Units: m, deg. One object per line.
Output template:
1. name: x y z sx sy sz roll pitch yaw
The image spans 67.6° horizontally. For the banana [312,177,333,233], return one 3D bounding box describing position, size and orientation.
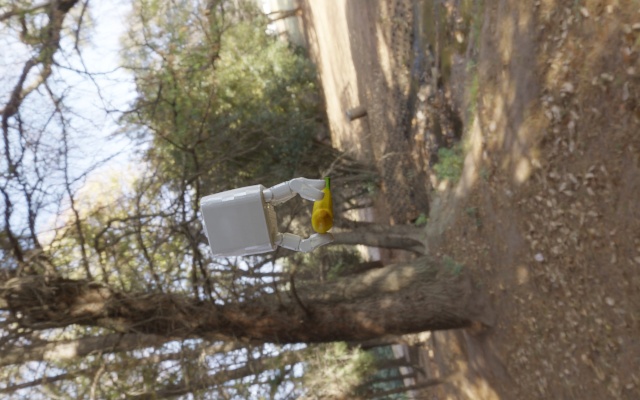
1. banana: 0.002 0.019 0.831 0.037 0.070 0.197 -6 19 3
